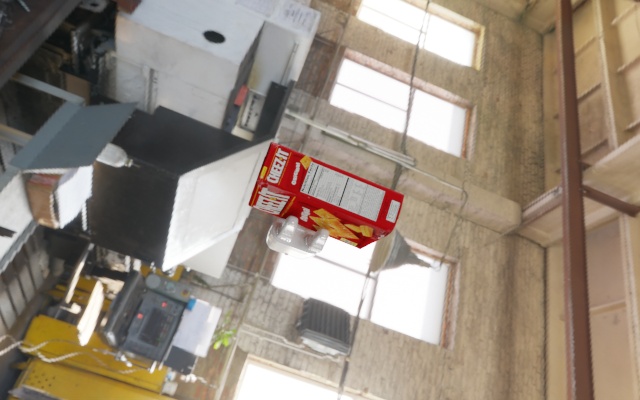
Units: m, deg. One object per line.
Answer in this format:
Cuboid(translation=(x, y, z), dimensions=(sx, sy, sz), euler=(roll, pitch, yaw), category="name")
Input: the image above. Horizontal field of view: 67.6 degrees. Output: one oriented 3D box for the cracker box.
Cuboid(translation=(0.000, 0.002, 0.757), dimensions=(0.214, 0.072, 0.164), euler=(21, -18, -7), category="cracker box")
